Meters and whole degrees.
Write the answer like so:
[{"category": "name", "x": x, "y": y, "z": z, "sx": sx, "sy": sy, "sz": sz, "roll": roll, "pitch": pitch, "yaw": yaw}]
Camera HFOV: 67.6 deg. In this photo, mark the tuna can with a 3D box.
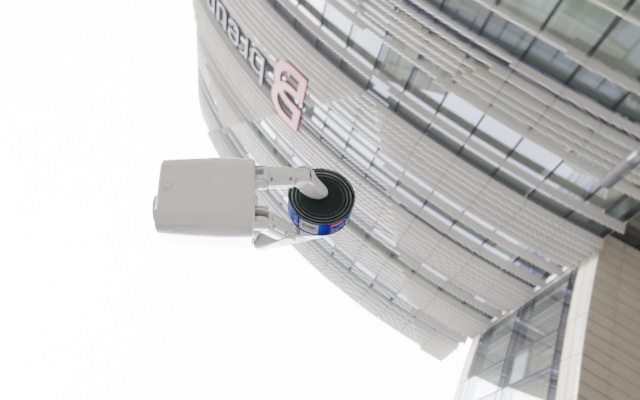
[{"category": "tuna can", "x": 0.000, "y": 0.002, "z": 0.616, "sx": 0.086, "sy": 0.086, "sz": 0.034, "roll": 0, "pitch": -33, "yaw": -6}]
